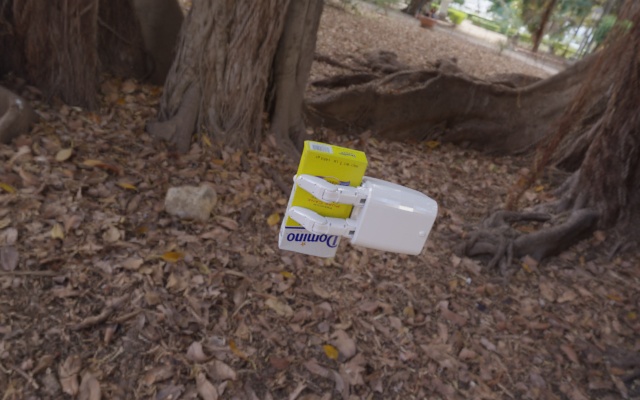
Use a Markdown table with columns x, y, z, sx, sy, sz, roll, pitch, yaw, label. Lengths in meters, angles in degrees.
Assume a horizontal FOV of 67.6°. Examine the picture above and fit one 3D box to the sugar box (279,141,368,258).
| x | y | z | sx | sy | sz | roll | pitch | yaw | label |
| --- | --- | --- | --- | --- | --- | --- | --- | --- | --- |
| 0.000 | 0.003 | 0.726 | 0.093 | 0.176 | 0.048 | 11 | 27 | -10 | sugar box |
